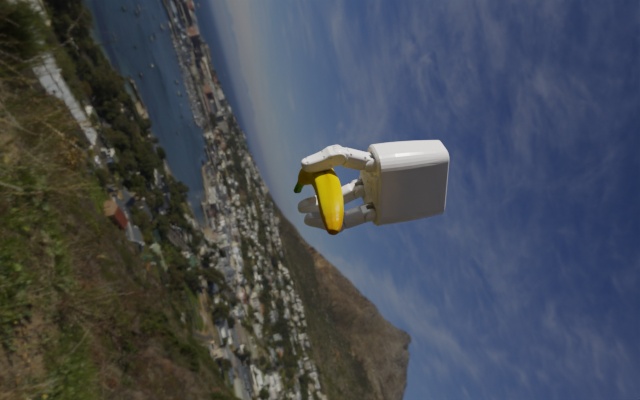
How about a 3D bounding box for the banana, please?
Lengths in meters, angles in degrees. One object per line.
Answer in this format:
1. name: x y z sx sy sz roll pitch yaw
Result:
1. banana: 0.001 -0.017 0.667 0.037 0.070 0.197 2 16 -16
